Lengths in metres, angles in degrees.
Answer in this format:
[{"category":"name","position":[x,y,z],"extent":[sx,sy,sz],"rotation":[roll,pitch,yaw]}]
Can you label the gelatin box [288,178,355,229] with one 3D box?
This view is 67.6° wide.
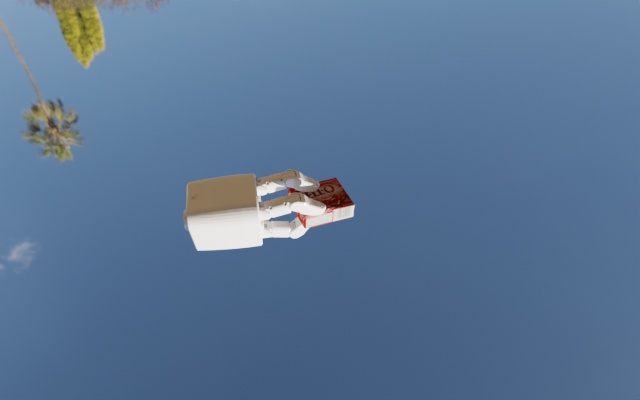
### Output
[{"category":"gelatin box","position":[0.000,0.003,0.772],"extent":[0.089,0.030,0.073],"rotation":[-13,44,-19]}]
